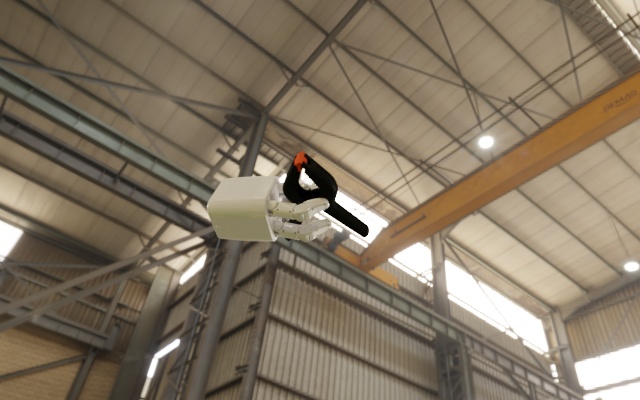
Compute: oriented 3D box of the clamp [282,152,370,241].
[{"bbox_3d":[0.000,0.002,0.830,0.164,0.036,0.210,0,-43,9],"label":"clamp"}]
